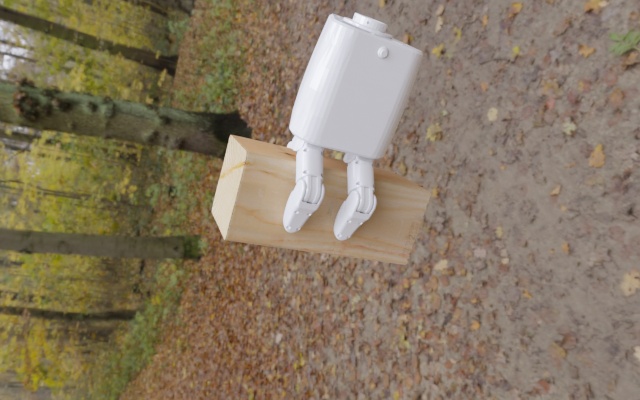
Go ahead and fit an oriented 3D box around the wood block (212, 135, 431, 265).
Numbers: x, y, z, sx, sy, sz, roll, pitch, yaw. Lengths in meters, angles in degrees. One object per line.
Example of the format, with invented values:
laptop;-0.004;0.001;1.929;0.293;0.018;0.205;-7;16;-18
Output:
wood block;0.000;0.001;0.515;0.206;0.090;0.090;11;14;-24
